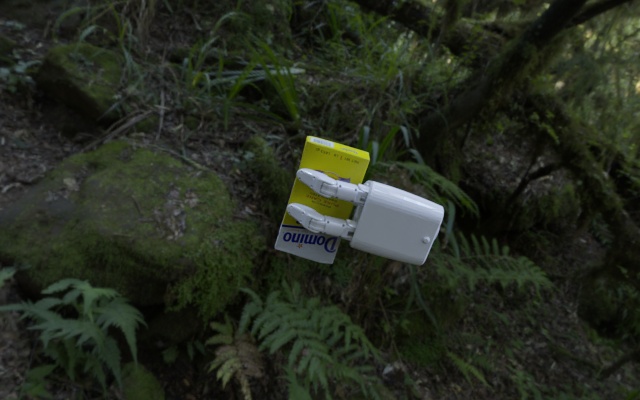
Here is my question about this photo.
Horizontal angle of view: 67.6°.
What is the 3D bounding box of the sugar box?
[{"bbox_3d":[0.000,0.002,0.699,0.093,0.176,0.048,16,19,-3],"label":"sugar box"}]
